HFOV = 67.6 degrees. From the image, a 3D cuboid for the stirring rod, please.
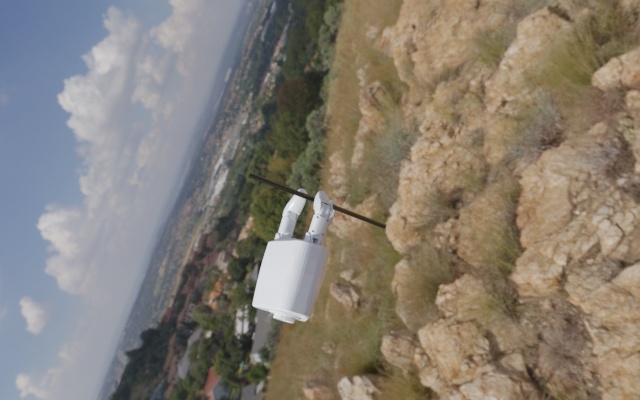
[{"bbox_3d":[0.000,0.003,0.763,0.239,0.011,0.011,21,-6,-17],"label":"stirring rod"}]
